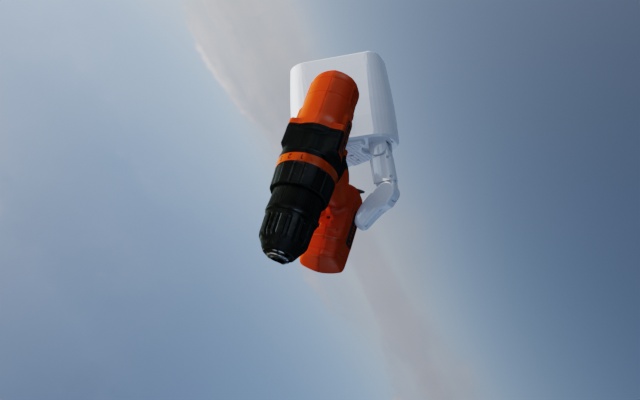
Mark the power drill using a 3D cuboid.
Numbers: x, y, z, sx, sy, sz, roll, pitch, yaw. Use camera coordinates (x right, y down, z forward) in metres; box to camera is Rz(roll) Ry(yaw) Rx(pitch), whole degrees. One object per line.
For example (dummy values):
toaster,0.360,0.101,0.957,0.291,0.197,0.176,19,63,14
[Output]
power drill,0.000,0.001,0.456,0.057,0.184,0.188,13,-28,12
